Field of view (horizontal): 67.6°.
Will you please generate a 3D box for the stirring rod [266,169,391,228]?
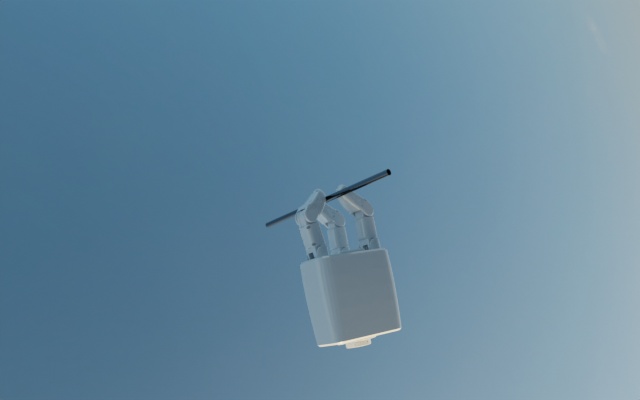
[{"bbox_3d":[0.000,0.002,0.643,0.011,0.011,0.239,0,-17,-44],"label":"stirring rod"}]
